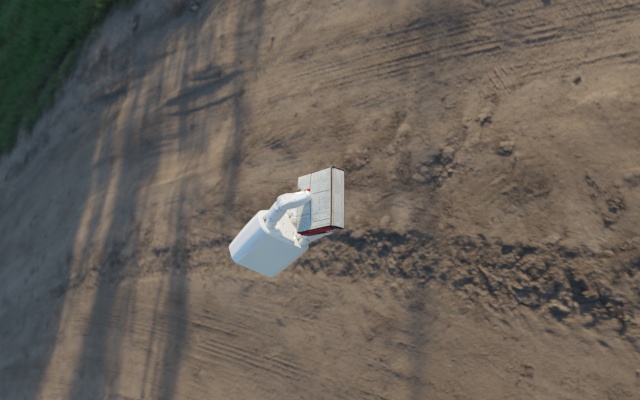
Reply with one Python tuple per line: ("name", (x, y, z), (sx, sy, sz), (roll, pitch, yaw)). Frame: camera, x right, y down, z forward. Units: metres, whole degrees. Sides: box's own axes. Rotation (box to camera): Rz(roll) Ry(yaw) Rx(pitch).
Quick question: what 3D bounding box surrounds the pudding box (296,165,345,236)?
("pudding box", (0.000, 0.003, 0.855), (0.090, 0.113, 0.039), (-14, -20, 42))
